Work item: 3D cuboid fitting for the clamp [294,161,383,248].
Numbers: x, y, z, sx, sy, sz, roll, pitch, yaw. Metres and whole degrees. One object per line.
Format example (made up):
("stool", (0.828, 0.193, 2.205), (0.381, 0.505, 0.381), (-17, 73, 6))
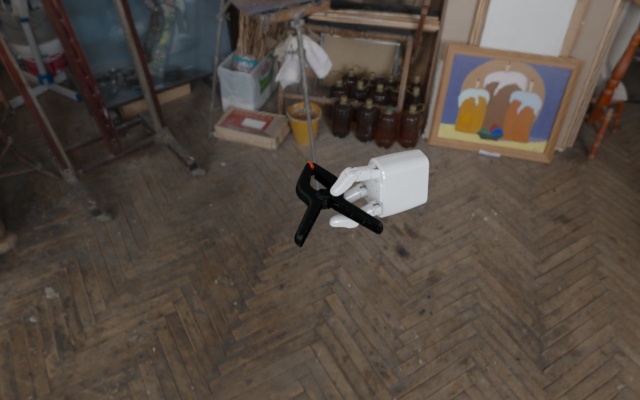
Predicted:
("clamp", (0.000, 0.002, 0.896), (0.164, 0.036, 0.209), (-13, 47, -22))
